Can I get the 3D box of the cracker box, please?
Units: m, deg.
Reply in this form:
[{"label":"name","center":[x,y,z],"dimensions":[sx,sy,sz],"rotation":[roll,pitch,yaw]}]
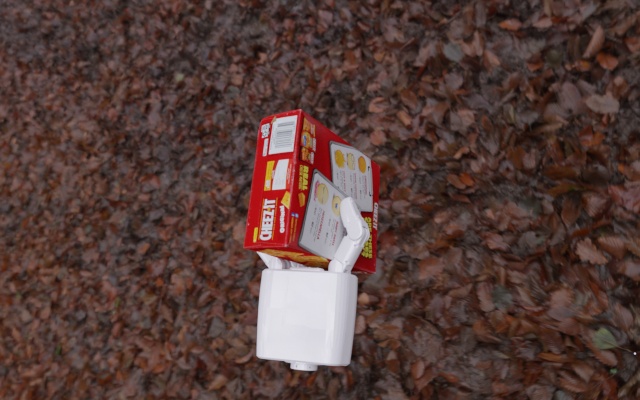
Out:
[{"label":"cracker box","center":[0.000,0.002,0.626],"dimensions":[0.072,0.164,0.214],"rotation":[-5,-17,32]}]
